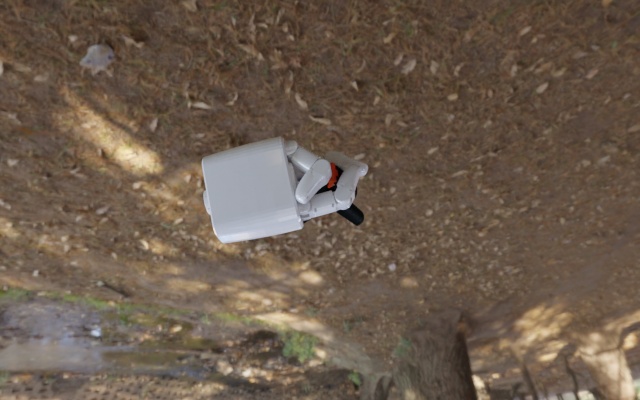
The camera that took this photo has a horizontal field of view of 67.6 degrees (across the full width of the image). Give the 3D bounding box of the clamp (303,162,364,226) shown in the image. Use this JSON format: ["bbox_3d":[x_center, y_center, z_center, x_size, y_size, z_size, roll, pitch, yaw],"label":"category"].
[{"bbox_3d":[0.000,0.003,0.680,0.120,0.039,0.172,-13,-28,1],"label":"clamp"}]
